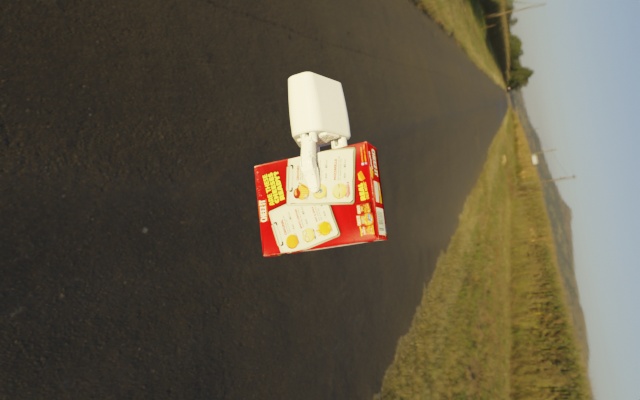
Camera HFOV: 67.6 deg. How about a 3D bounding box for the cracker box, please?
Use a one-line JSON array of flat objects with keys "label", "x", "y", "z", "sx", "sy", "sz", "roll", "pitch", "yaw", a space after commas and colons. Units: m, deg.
[{"label": "cracker box", "x": 0.000, "y": 0.003, "z": 0.829, "sx": 0.214, "sy": 0.164, "sz": 0.072, "roll": -11, "pitch": -10, "yaw": 23}]
